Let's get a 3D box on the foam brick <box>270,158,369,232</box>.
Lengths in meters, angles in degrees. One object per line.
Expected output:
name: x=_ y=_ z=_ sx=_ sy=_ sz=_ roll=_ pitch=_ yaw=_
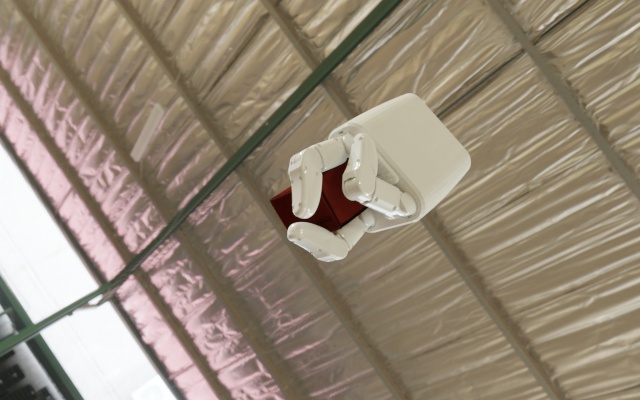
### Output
foam brick: x=0.000 y=0.002 z=0.465 sx=0.051 sy=0.053 sz=0.078 roll=-35 pitch=9 yaw=-39
